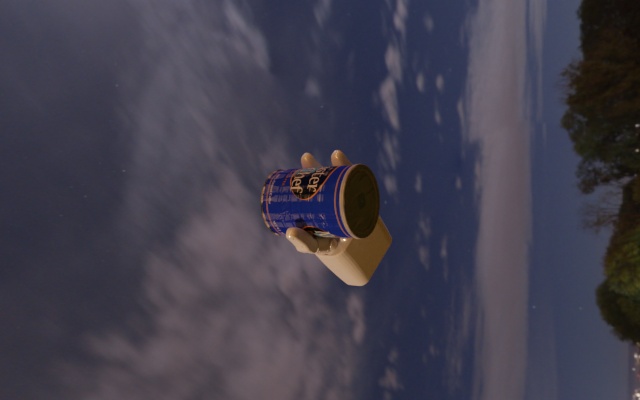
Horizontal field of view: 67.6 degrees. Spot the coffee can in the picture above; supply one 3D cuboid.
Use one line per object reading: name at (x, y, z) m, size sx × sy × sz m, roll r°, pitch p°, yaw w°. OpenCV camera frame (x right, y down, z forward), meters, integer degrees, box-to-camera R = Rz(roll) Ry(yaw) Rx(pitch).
coffee can at (0.000, 0.002, 0.689) m, size 0.140 × 0.103 × 0.103 m, roll -1°, pitch -1°, yaw 34°
